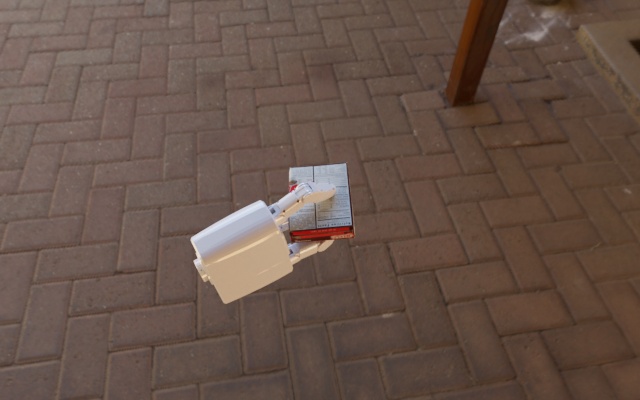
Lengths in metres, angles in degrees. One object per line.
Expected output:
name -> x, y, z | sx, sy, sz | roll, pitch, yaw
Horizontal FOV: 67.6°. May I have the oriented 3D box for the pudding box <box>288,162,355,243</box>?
pudding box -> 0.000, 0.002, 0.677 | 0.090, 0.113, 0.039 | -4, -32, 2
